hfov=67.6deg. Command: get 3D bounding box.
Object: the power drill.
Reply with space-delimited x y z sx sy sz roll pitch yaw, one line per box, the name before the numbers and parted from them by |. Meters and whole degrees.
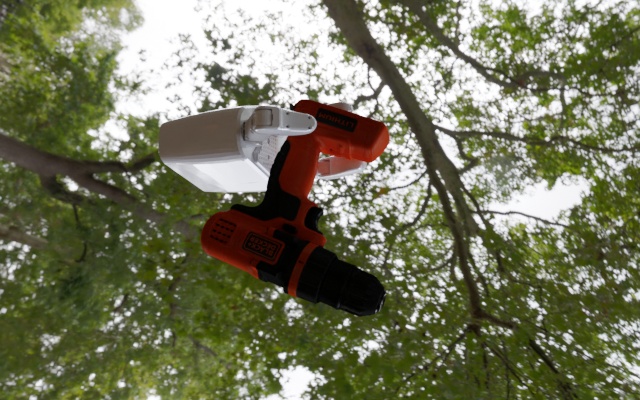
power drill | 0.000 0.001 0.465 0.184 0.187 0.057 21 -21 13
